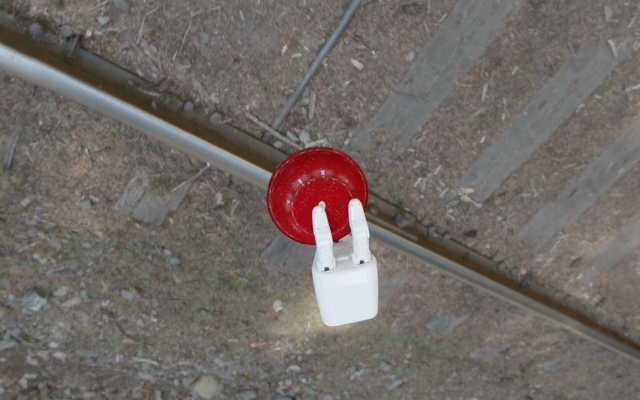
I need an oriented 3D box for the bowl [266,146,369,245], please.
[{"bbox_3d":[0.000,0.001,0.720,0.162,0.162,0.055,0,17,-9],"label":"bowl"}]
